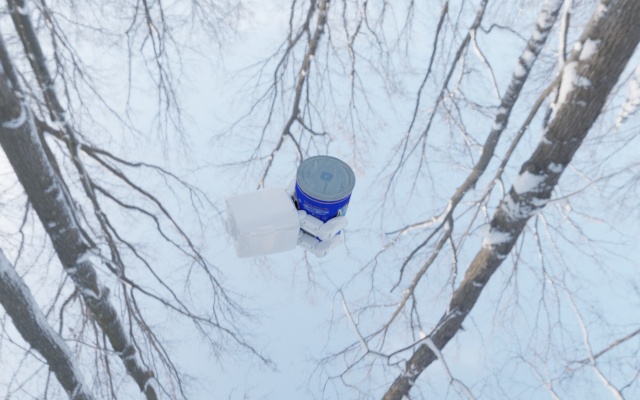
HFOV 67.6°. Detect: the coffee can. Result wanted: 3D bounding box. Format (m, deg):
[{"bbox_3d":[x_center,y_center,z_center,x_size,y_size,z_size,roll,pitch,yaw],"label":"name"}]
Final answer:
[{"bbox_3d":[0.000,0.003,0.864,0.103,0.102,0.140,0,-40,-11],"label":"coffee can"}]
